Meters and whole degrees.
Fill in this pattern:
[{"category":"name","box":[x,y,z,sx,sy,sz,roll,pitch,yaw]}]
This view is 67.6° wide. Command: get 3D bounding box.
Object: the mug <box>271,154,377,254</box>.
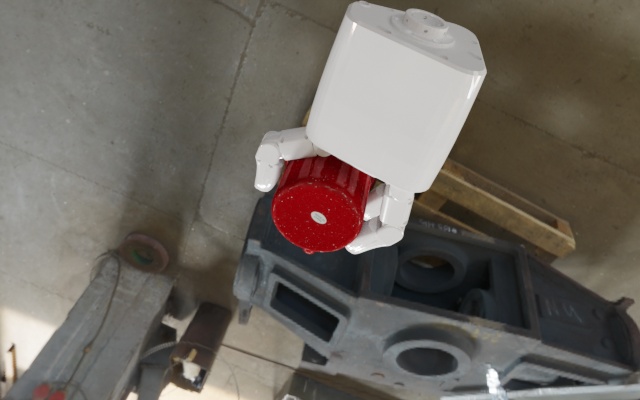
[{"category":"mug","box":[0.000,0.003,0.449,0.093,0.117,0.081,17,39,0]}]
